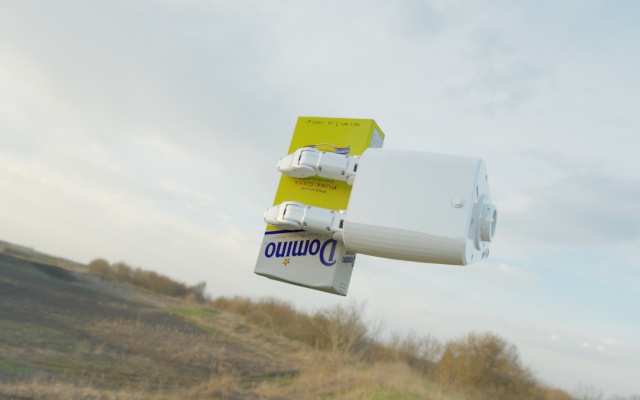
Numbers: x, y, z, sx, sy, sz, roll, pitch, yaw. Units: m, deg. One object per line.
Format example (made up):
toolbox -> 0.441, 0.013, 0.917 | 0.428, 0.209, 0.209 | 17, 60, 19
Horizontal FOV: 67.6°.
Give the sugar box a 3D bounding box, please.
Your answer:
sugar box -> 0.000, 0.001, 0.492 | 0.093, 0.176, 0.048 | 7, -18, 28
